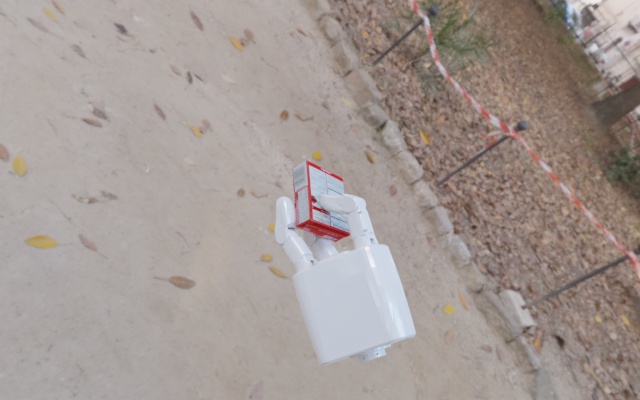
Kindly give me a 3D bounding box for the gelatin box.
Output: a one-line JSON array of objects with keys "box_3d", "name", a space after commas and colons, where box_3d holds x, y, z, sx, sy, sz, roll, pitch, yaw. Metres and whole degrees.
[{"box_3d": [0.000, 0.002, 0.616, 0.030, 0.089, 0.073, -26, -34, 35], "name": "gelatin box"}]
